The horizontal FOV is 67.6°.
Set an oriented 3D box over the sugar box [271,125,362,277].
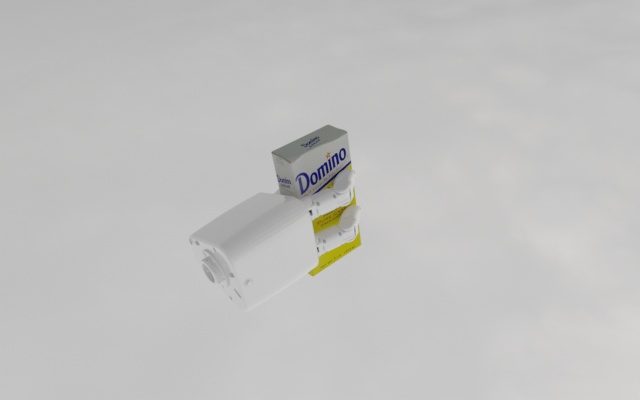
[{"bbox_3d":[0.000,0.002,0.615,0.093,0.176,0.048,-31,40,-28],"label":"sugar box"}]
